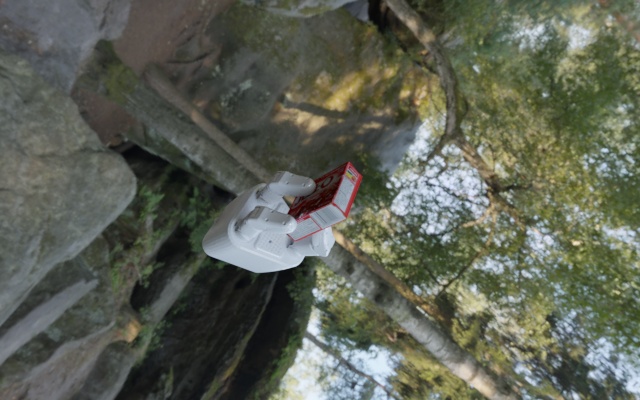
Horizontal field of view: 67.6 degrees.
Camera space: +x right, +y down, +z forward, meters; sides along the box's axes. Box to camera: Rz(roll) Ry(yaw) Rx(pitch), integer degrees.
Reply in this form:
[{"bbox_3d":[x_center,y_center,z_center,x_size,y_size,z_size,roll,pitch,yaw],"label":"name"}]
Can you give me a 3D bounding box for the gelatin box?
[{"bbox_3d":[0.001,0.002,0.556,0.089,0.073,0.030,-26,-63,40],"label":"gelatin box"}]
